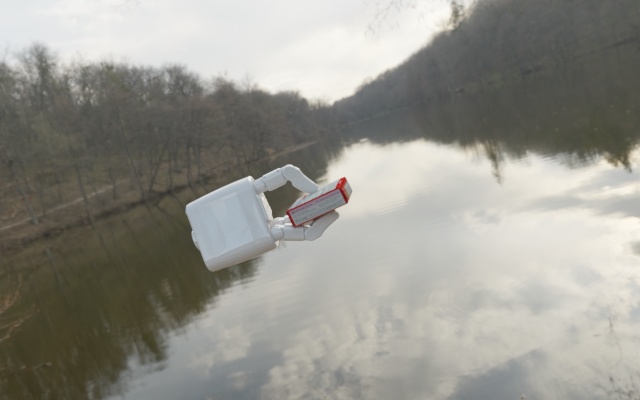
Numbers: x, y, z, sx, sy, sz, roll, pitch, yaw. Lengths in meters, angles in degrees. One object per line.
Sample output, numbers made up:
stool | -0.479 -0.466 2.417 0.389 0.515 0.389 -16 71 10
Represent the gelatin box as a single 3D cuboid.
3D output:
gelatin box | 0.000 0.002 0.700 0.089 0.030 0.073 -26 9 14
